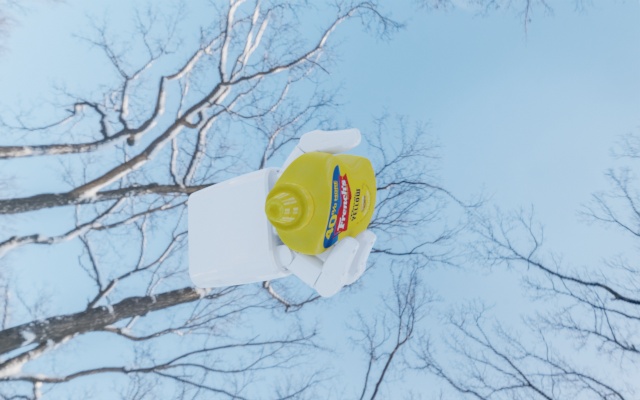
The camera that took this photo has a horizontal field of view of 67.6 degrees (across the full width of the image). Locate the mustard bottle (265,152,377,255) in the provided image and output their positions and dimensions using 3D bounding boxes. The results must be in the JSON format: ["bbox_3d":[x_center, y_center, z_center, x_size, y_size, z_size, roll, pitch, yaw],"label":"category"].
[{"bbox_3d":[0.000,0.001,0.461,0.058,0.096,0.191,13,8,22],"label":"mustard bottle"}]
